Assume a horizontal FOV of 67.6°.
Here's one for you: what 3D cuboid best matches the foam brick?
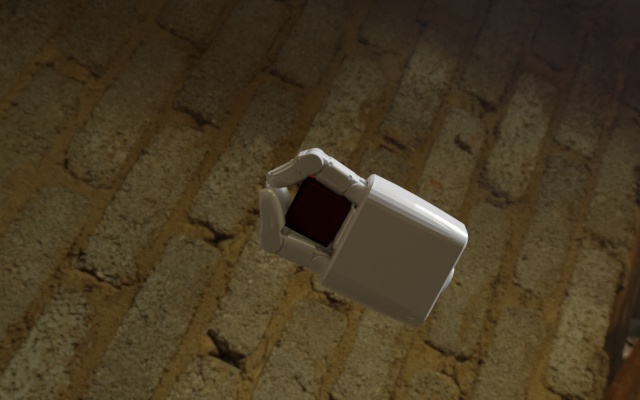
[{"bbox_3d":[0.000,0.001,0.485,0.051,0.053,0.078,27,22,-3],"label":"foam brick"}]
